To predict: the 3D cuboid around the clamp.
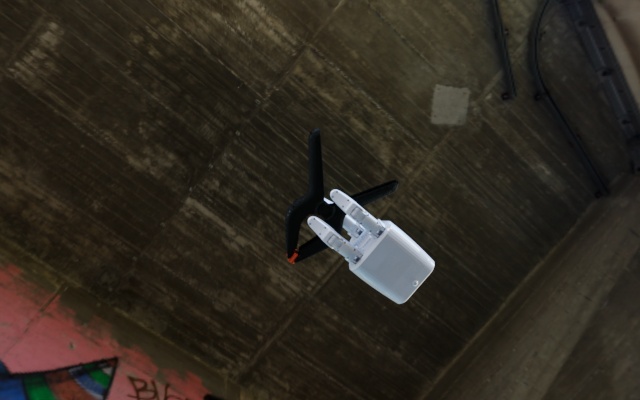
[{"bbox_3d":[0.000,0.003,0.760,0.164,0.210,0.036,39,4,-11],"label":"clamp"}]
